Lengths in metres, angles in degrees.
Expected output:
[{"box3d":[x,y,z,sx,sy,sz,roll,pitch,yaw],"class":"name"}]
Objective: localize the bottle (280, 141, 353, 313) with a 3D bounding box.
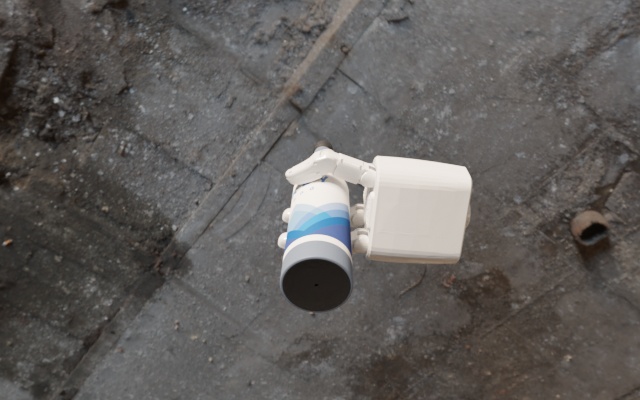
[{"box3d":[0.000,0.002,0.555,0.069,0.069,0.295,0,31,2],"class":"bottle"}]
